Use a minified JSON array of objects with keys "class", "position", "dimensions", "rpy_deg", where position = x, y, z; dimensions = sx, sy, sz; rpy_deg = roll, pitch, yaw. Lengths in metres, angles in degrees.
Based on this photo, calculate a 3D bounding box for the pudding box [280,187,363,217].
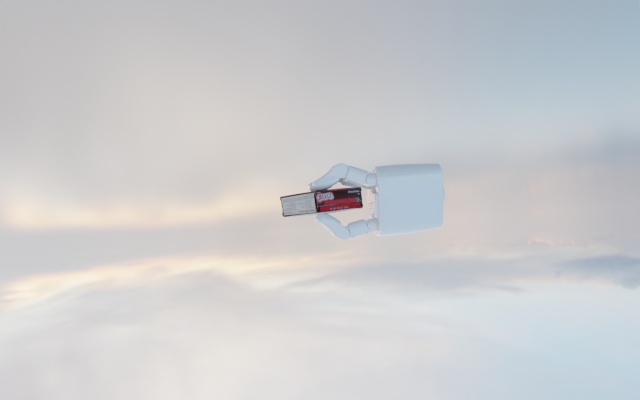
[{"class":"pudding box","position":[0.000,0.003,0.771],"dimensions":[0.090,0.039,0.113],"rpy_deg":[-4,-4,-33]}]
